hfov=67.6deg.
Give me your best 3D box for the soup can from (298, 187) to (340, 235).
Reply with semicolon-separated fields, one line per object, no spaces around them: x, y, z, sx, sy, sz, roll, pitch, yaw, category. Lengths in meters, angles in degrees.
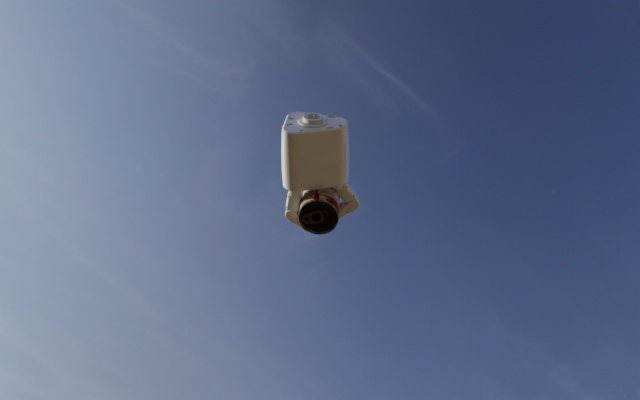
0.000;0.003;0.838;0.068;0.068;0.102;0;32;5;soup can
